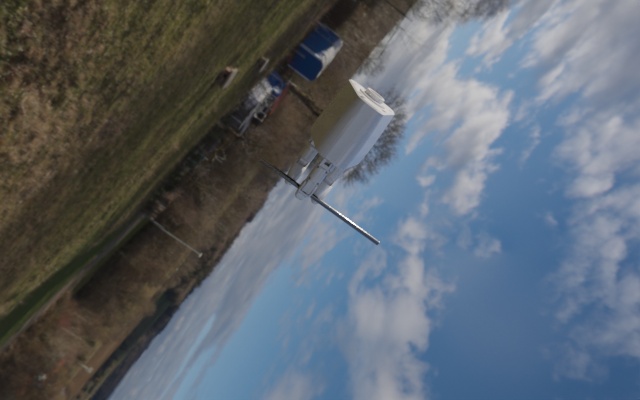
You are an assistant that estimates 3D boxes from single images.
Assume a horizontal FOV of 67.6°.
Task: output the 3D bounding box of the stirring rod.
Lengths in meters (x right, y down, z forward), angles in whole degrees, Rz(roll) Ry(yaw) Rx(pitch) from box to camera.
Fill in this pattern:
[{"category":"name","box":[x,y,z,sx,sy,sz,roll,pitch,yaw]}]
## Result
[{"category":"stirring rod","box":[0.000,0.003,0.788,0.239,0.011,0.011,36,-5,-7]}]
